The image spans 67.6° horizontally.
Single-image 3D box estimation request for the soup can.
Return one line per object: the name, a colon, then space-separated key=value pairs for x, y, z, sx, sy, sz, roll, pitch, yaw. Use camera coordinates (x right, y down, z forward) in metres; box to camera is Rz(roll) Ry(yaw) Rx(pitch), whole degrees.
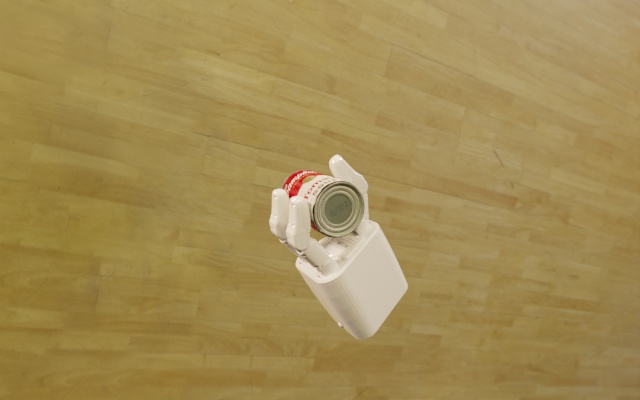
soup can: x=0.000 y=0.002 z=0.583 sx=0.068 sy=0.068 sz=0.102 roll=0 pitch=10 yaw=-26
